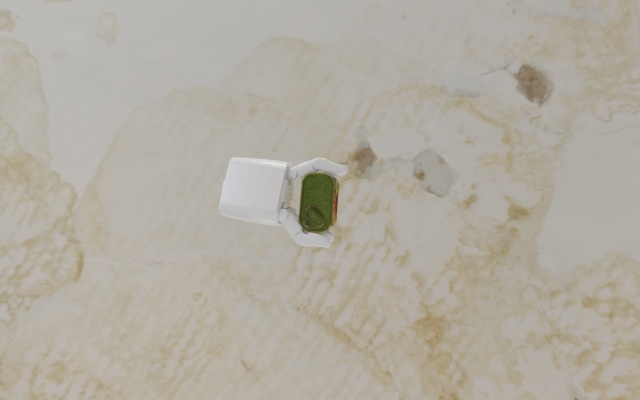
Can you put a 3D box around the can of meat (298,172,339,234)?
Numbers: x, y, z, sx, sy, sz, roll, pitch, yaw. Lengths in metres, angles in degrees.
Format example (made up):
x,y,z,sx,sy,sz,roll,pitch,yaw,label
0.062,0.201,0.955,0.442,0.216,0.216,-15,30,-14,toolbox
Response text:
x,y,z,sx,sy,sz,roll,pitch,yaw,label
0.000,0.003,0.836,0.057,0.102,0.084,5,2,9,can of meat
